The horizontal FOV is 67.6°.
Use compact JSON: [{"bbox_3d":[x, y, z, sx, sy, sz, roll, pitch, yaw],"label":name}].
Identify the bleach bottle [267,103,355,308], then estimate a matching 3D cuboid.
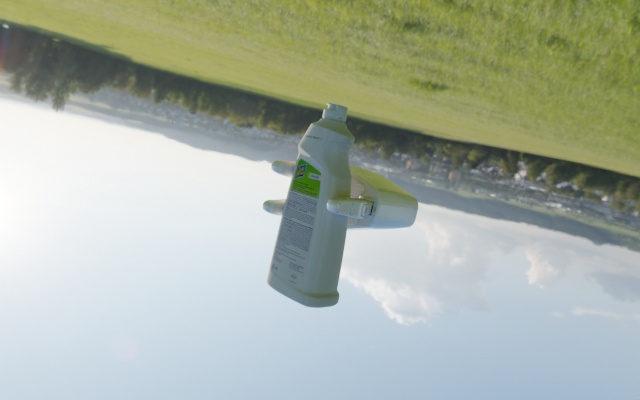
[{"bbox_3d":[0.000,0.002,0.618,0.102,0.251,0.068,18,7,43],"label":"bleach bottle"}]
